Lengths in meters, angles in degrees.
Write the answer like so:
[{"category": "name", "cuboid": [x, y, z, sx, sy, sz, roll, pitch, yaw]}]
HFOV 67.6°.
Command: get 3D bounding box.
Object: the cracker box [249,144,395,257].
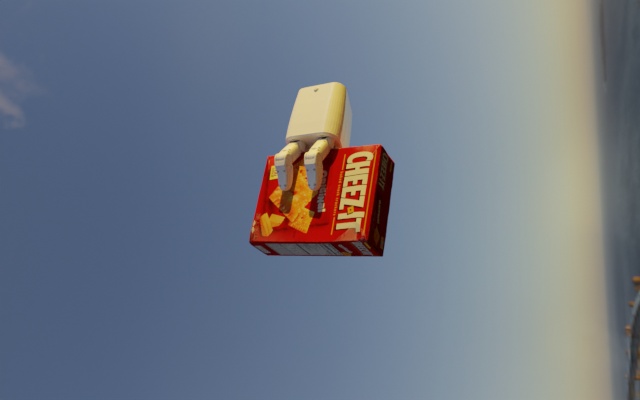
[{"category": "cracker box", "cuboid": [0.000, 0.003, 0.769, 0.214, 0.164, 0.072, -3, -26, 29]}]
